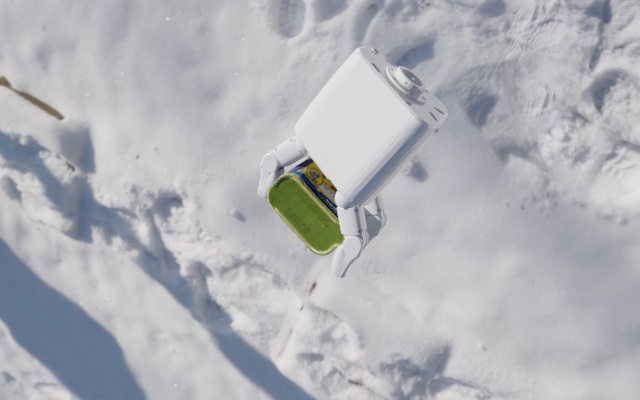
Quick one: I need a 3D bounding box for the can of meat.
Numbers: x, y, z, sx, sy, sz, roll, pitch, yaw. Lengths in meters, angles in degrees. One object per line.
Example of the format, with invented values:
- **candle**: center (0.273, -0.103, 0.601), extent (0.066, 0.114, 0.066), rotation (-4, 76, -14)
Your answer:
- **can of meat**: center (0.000, 0.002, 0.534), extent (0.057, 0.102, 0.084), rotation (-44, -1, 32)
